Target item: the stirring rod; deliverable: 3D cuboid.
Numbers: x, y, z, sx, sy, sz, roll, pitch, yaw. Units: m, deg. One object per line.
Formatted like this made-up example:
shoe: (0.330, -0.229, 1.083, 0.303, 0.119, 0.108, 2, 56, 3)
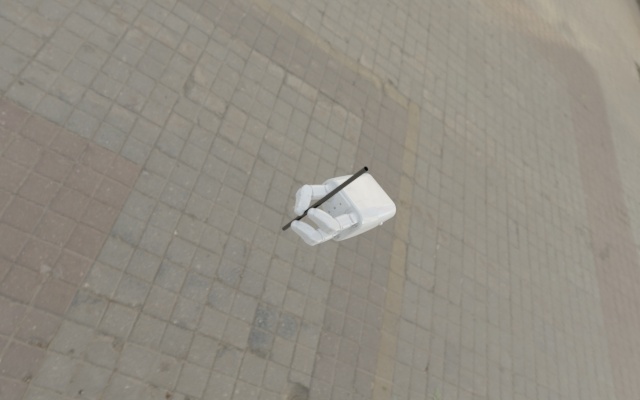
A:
stirring rod: (0.000, 0.003, 0.795, 0.011, 0.011, 0.240, 0, -24, -38)
